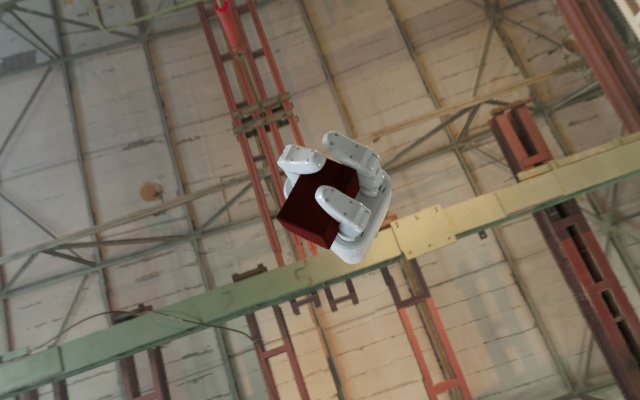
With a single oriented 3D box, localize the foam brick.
[{"bbox_3d":[0.000,0.002,0.483,0.053,0.078,0.051,24,-15,15],"label":"foam brick"}]
